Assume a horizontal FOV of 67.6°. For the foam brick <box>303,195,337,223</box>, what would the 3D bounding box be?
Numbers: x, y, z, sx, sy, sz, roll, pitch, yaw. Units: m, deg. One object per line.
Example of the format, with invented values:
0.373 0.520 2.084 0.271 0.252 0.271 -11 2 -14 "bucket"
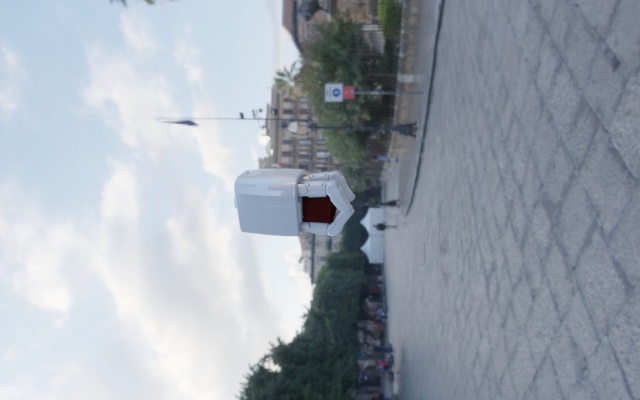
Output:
0.000 0.003 0.832 0.051 0.053 0.078 2 15 7 "foam brick"
